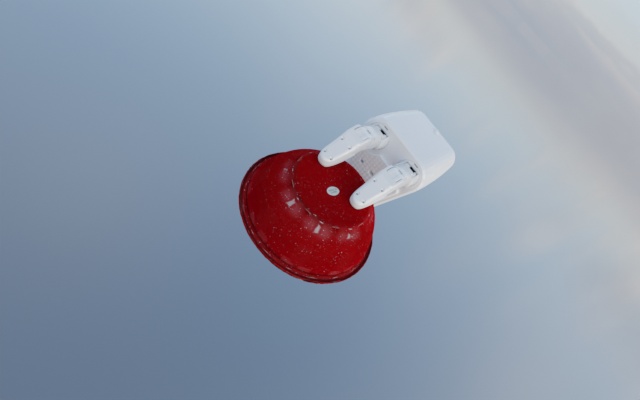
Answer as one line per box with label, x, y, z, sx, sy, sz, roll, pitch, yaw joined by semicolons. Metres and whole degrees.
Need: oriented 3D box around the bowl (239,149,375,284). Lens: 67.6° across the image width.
bowl;0.000;0.002;0.495;0.162;0.162;0.055;0;-30;-33
